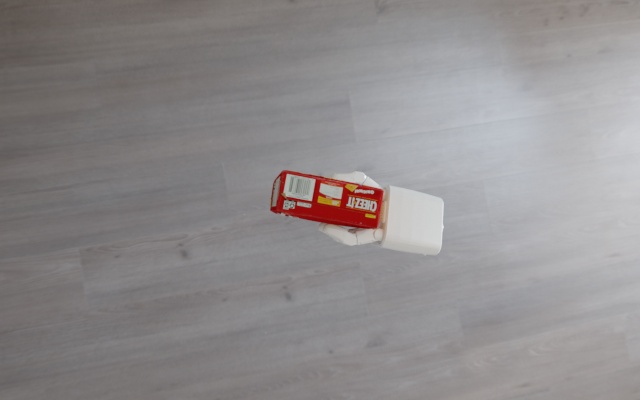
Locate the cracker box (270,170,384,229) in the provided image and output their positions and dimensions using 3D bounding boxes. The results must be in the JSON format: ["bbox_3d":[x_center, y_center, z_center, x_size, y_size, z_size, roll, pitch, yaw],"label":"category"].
[{"bbox_3d":[0.000,0.003,0.832,0.164,0.072,0.214,10,-3,-8],"label":"cracker box"}]
